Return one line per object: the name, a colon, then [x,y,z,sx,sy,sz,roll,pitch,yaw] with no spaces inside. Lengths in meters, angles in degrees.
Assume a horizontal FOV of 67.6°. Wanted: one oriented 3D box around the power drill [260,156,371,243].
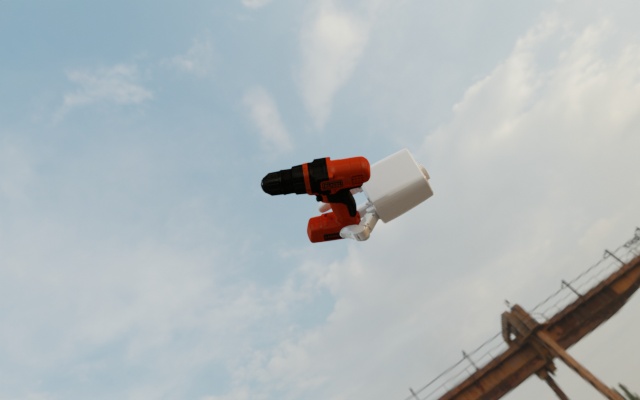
power drill: [0.000,0.003,0.848,0.184,0.057,0.188,-8,-37,3]
